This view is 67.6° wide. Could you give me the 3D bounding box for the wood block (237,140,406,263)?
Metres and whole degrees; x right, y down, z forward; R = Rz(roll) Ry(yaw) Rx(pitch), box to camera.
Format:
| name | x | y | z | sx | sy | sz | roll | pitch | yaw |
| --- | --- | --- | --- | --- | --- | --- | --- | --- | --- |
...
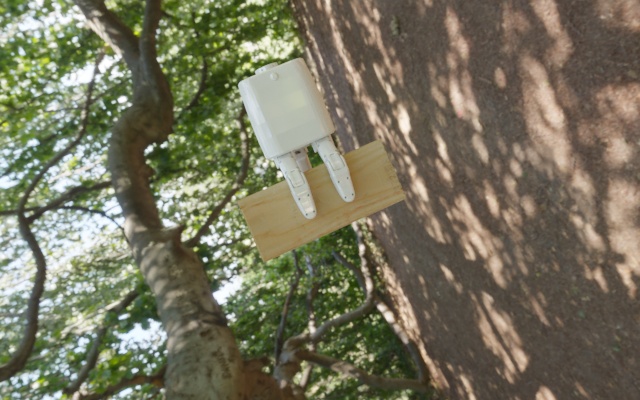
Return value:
| name | x | y | z | sx | sy | sz | roll | pitch | yaw |
| --- | --- | --- | --- | --- | --- | --- | --- | --- | --- |
| wood block | 0.000 | 0.002 | 0.664 | 0.206 | 0.090 | 0.091 | -24 | -1 | -6 |
